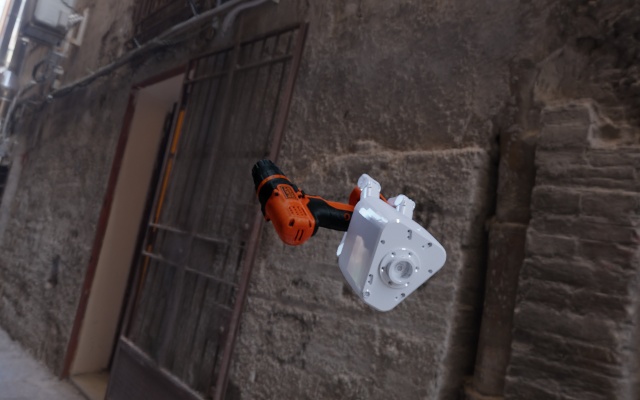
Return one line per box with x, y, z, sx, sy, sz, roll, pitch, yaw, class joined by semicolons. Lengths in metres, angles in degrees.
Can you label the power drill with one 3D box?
0.001;0.002;0.699;0.187;0.057;0.184;4;32;-26;power drill
